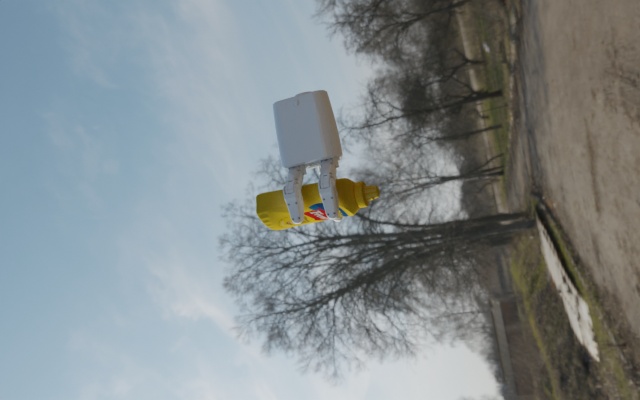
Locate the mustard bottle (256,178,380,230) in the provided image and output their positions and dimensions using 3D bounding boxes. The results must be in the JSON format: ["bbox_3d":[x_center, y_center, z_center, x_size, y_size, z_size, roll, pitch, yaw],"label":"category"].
[{"bbox_3d":[0.000,0.003,0.766,0.191,0.058,0.096,-11,-24,19],"label":"mustard bottle"}]
